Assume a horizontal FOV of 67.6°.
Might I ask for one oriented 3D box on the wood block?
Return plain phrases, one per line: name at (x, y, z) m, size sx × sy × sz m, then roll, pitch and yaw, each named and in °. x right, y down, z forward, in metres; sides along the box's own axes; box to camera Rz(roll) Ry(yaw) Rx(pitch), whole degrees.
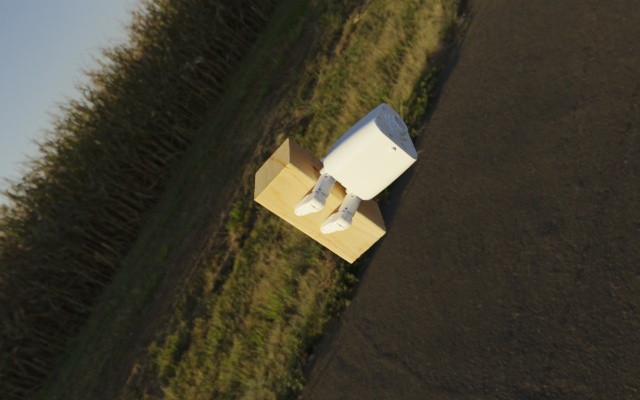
wood block at (0.000, 0.002, 0.794) m, size 0.206 × 0.090 × 0.090 m, roll 35°, pitch 23°, yaw -24°
